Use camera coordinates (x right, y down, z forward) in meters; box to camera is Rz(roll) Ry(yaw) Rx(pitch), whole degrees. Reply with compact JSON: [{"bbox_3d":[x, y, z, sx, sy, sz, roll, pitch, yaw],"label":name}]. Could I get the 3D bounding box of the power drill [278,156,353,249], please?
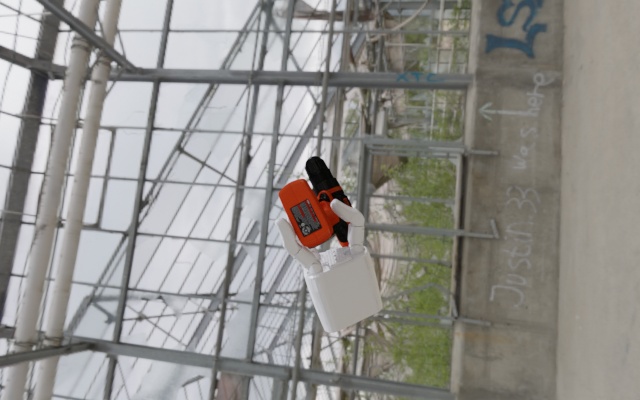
[{"bbox_3d":[0.000,0.003,0.811,0.057,0.184,0.187,-31,-9,20],"label":"power drill"}]
